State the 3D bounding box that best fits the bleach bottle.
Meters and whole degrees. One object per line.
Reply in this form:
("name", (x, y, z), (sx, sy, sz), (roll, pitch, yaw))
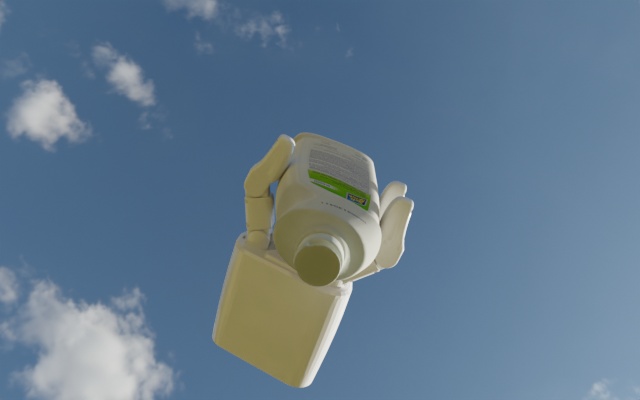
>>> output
("bleach bottle", (0.000, 0.001, 0.411), (0.102, 0.068, 0.250), (19, 17, -1))
